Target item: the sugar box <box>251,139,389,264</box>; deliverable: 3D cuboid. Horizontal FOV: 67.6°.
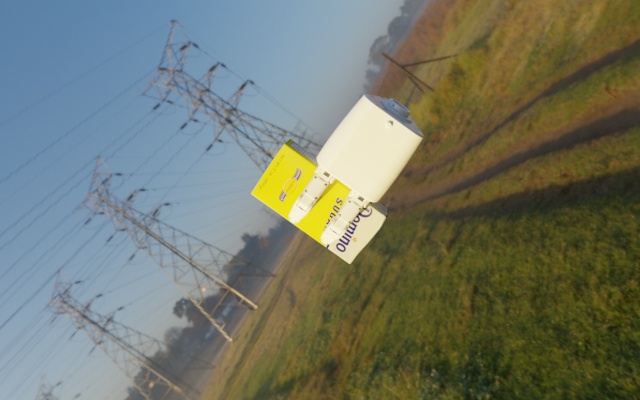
[{"bbox_3d":[0.000,0.002,0.683,0.176,0.093,0.048,36,19,-1],"label":"sugar box"}]
